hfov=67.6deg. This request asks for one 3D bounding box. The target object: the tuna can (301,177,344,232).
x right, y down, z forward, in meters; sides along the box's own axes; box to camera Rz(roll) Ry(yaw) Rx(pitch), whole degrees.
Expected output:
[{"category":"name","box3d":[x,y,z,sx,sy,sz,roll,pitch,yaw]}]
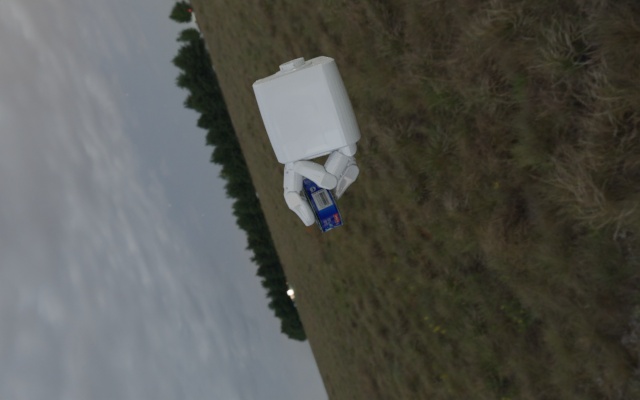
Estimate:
[{"category":"tuna can","box3d":[0.000,0.003,0.689,0.034,0.086,0.086,-25,2,-5]}]
